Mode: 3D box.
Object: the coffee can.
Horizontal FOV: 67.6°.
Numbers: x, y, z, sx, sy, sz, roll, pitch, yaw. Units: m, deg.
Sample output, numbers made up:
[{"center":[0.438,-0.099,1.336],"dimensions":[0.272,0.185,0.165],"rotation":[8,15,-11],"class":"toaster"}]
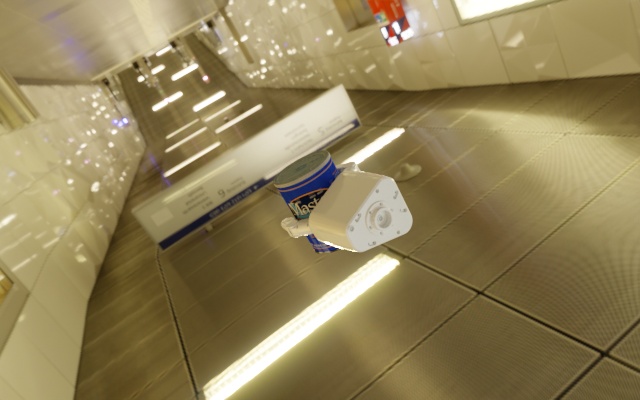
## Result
[{"center":[0.000,0.002,0.795],"dimensions":[0.103,0.140,0.102],"rotation":[-26,20,10],"class":"coffee can"}]
